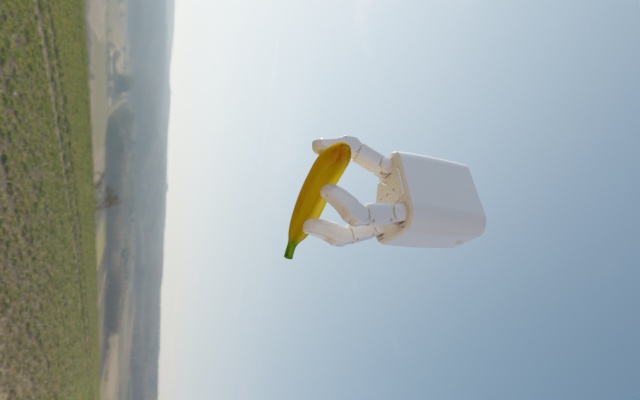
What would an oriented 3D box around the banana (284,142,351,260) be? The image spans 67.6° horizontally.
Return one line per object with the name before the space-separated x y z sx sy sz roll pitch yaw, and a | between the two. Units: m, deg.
banana | -0.002 -0.009 0.590 0.037 0.069 0.198 12 -47 -15
